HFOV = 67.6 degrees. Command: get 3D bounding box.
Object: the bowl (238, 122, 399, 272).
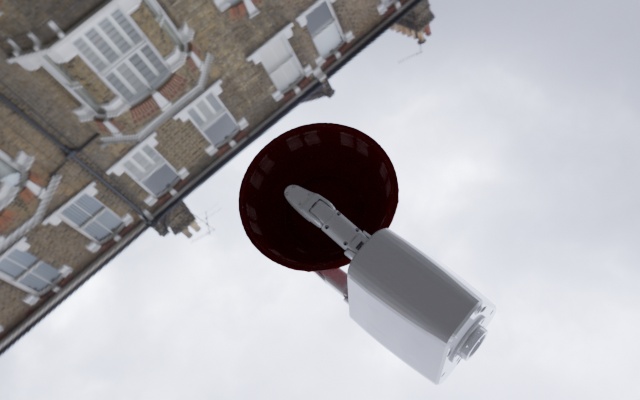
[{"bbox_3d":[-0.001,0.001,0.496,0.162,0.162,0.055,0,-23,10],"label":"bowl"}]
